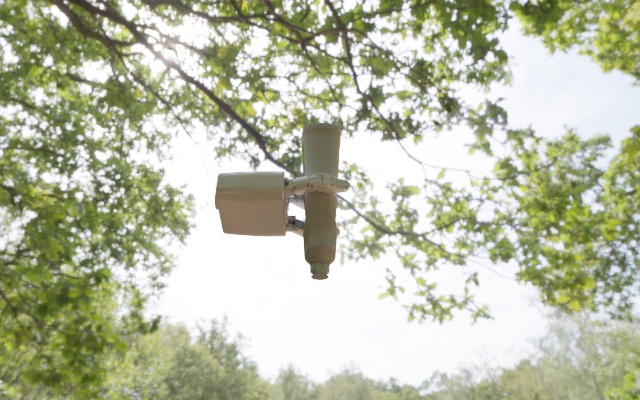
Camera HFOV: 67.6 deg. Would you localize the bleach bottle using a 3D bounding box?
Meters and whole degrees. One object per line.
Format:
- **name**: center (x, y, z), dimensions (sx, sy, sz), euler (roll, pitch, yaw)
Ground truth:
- **bleach bottle**: center (0.000, 0.003, 0.773), dimensions (0.068, 0.250, 0.103), euler (1, -30, -1)
